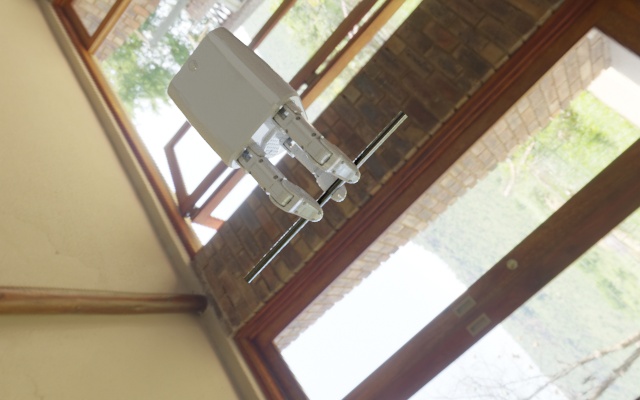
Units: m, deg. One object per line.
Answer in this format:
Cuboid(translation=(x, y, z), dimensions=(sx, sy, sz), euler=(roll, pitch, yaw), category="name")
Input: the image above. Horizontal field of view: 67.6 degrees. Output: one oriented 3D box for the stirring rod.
Cuboid(translation=(0.000, 0.001, 0.486), dimensions=(0.011, 0.239, 0.011), euler=(40, 15, -13), category="stirring rod")
